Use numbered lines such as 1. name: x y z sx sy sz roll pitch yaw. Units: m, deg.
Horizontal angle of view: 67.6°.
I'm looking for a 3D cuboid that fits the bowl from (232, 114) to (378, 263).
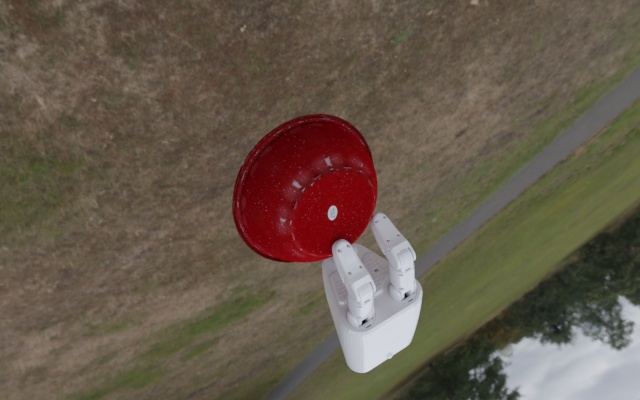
1. bowl: 0.000 0.001 0.461 0.162 0.162 0.055 0 23 -33
